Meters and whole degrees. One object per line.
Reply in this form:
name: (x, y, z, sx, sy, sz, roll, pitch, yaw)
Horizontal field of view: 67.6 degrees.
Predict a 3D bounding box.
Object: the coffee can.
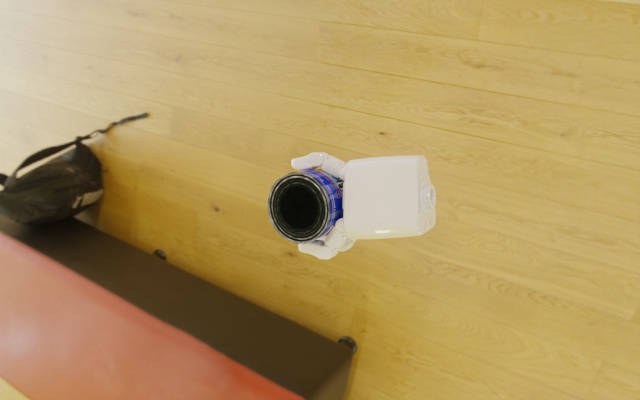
coffee can: (0.000, 0.002, 0.731, 0.103, 0.103, 0.140, 0, 7, 28)
